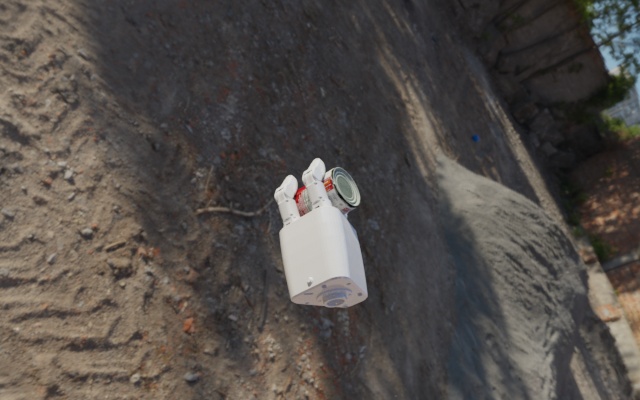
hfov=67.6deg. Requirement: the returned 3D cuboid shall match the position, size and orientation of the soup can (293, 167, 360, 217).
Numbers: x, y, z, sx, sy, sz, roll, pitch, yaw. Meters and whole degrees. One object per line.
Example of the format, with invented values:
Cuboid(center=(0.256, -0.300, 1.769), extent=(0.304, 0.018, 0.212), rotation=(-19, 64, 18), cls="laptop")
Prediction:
Cuboid(center=(0.000, 0.002, 0.720), extent=(0.102, 0.068, 0.068), rotation=(-30, -15, 28), cls="soup can")
